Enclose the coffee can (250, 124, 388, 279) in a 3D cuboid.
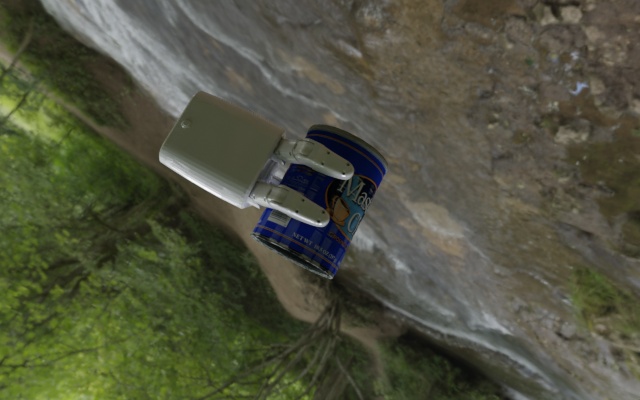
[{"bbox_3d":[0.000,0.002,0.535,0.103,0.140,0.103,27,-12,6],"label":"coffee can"}]
